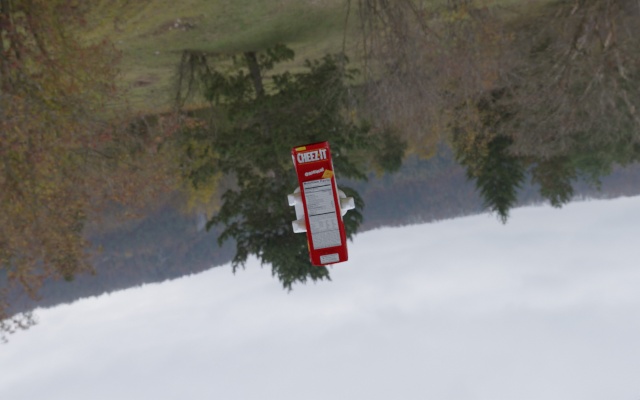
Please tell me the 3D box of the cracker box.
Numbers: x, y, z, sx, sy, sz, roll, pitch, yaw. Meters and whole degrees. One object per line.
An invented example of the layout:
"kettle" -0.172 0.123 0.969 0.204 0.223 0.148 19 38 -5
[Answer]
"cracker box" 0.000 0.003 0.898 0.072 0.214 0.164 -10 3 2
